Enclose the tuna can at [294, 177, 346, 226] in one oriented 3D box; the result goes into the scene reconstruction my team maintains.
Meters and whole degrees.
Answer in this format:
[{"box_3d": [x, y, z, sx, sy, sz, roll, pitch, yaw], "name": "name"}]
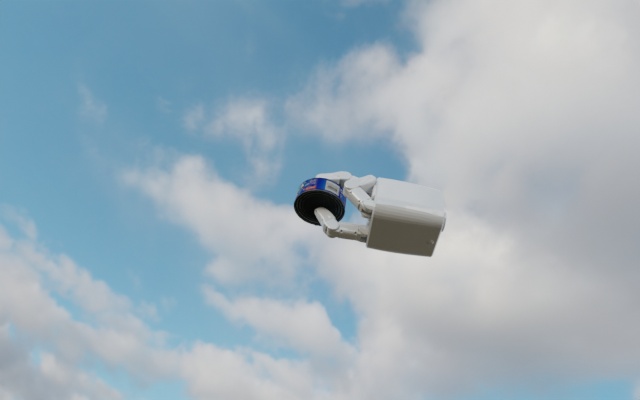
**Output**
[{"box_3d": [0.000, 0.002, 0.798, 0.086, 0.033, 0.086, 6, -44, 6], "name": "tuna can"}]
